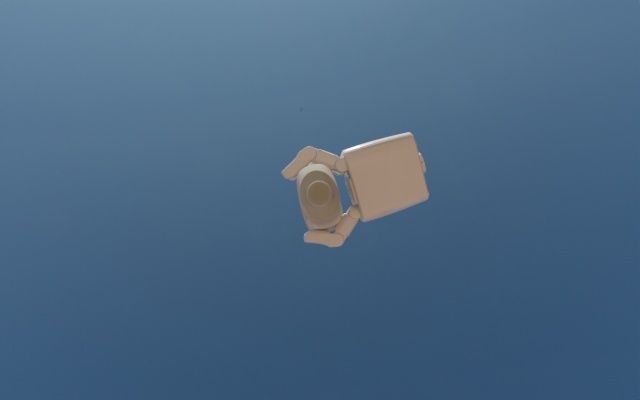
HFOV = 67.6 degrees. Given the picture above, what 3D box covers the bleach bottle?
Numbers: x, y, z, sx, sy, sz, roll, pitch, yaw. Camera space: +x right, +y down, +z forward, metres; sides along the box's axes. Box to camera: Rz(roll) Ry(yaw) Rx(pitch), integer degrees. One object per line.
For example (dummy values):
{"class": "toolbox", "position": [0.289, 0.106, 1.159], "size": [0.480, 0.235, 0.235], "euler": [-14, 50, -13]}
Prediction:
{"class": "bleach bottle", "position": [0.000, 0.002, 0.705], "size": [0.068, 0.102, 0.251], "euler": [-16, -1, -1]}
